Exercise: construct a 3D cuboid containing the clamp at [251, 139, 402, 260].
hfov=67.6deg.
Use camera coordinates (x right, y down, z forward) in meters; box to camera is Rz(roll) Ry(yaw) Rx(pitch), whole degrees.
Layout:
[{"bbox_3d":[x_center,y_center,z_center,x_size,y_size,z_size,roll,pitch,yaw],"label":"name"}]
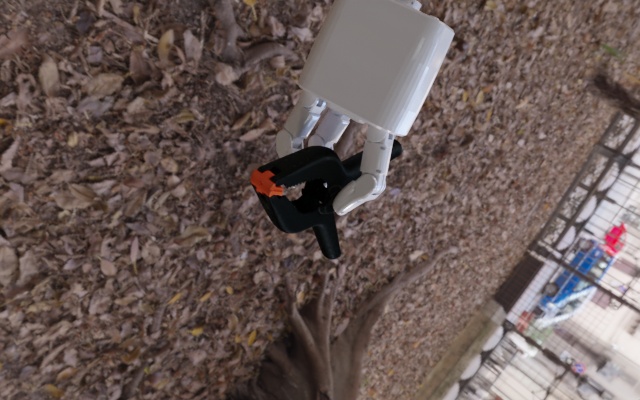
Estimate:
[{"bbox_3d":[0.000,0.002,0.503,0.036,0.164,0.210,35,21,29],"label":"clamp"}]
